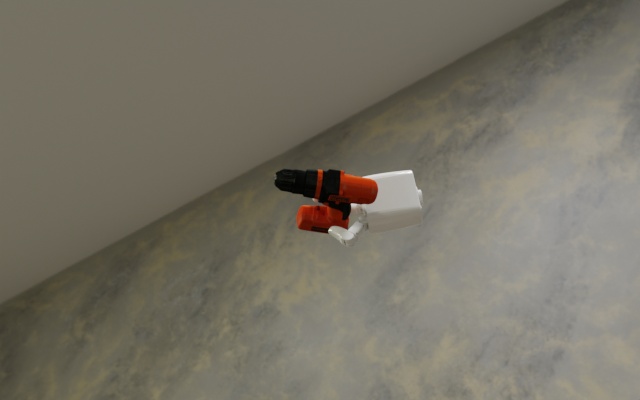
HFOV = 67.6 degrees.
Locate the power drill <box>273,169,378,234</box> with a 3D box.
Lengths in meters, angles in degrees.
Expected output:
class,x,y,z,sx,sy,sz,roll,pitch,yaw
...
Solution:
class,x,y,z,sx,sy,sz,roll,pitch,yaw
power drill,0.000,0.003,0.898,0.184,0.057,0.188,9,-24,-4
